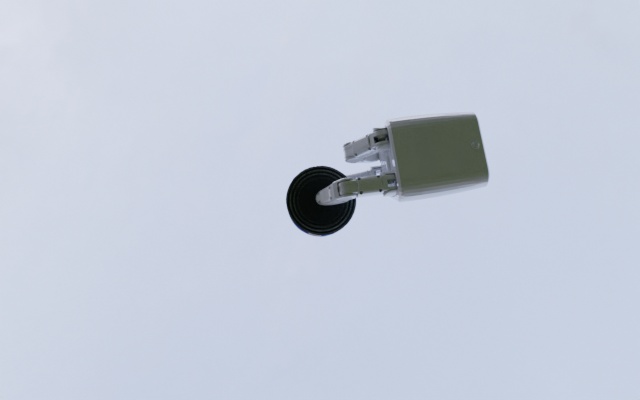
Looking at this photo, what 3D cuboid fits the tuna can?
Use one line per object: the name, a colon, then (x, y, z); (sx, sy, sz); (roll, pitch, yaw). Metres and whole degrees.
tuna can: (0.000, 0.002, 0.595); (0.086, 0.086, 0.034); (0, -9, -3)
